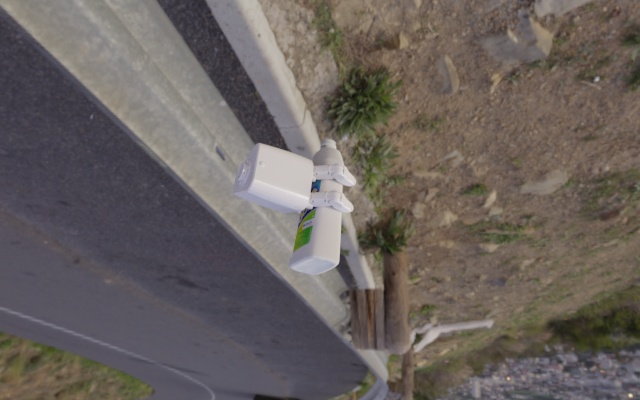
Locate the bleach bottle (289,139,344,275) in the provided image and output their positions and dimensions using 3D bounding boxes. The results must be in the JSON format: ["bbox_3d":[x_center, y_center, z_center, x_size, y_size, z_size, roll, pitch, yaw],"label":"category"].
[{"bbox_3d":[0.000,0.003,0.885,0.068,0.250,0.102,18,-29,-24],"label":"bleach bottle"}]
